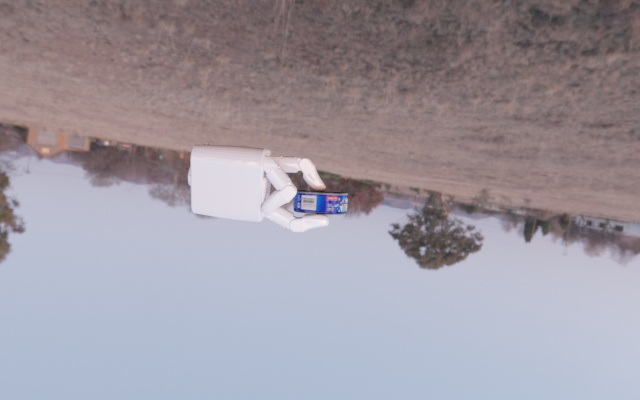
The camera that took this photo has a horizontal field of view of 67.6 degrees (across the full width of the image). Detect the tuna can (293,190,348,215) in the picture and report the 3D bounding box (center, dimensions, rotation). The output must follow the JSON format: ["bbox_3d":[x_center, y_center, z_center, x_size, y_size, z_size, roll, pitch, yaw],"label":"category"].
[{"bbox_3d":[0.000,0.003,0.751,0.086,0.034,0.086,3,3,0],"label":"tuna can"}]
